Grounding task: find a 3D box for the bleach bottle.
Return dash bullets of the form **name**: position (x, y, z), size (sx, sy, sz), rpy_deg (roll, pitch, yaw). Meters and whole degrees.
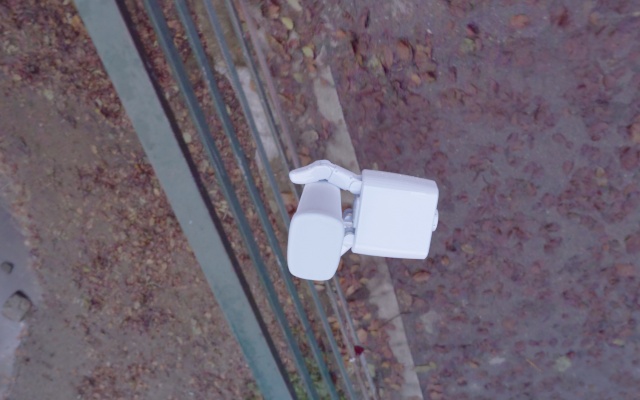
- **bleach bottle**: position (0.000, 0.002, 0.694), size (0.068, 0.103, 0.250), rpy_deg (8, 29, 0)
